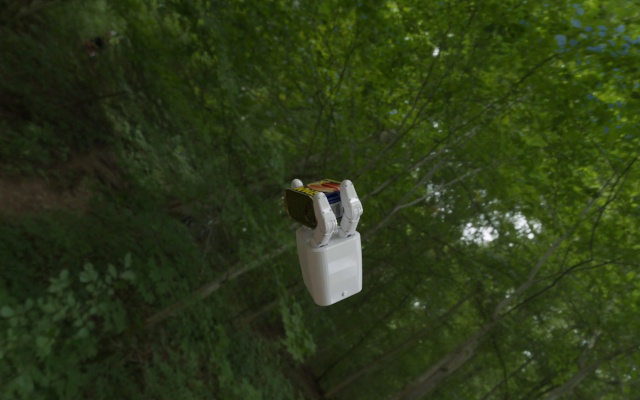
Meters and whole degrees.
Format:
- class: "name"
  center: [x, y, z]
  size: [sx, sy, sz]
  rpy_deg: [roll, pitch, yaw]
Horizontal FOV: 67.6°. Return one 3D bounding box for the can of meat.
- class: "can of meat"
  center: [0.000, 0.002, 0.802]
  size: [0.084, 0.057, 0.102]
  rpy_deg: [-17, 20, -30]
